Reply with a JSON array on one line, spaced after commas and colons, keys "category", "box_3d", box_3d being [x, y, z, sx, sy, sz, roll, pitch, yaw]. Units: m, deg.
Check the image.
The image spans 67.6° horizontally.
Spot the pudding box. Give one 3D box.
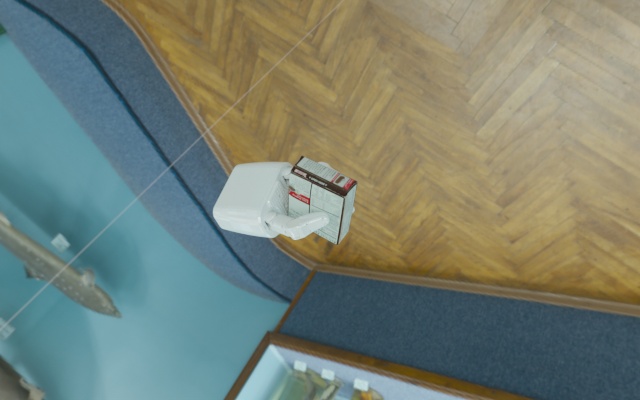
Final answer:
[{"category": "pudding box", "box_3d": [0.000, 0.002, 0.677, 0.090, 0.039, 0.114, 26, -36, 16]}]
